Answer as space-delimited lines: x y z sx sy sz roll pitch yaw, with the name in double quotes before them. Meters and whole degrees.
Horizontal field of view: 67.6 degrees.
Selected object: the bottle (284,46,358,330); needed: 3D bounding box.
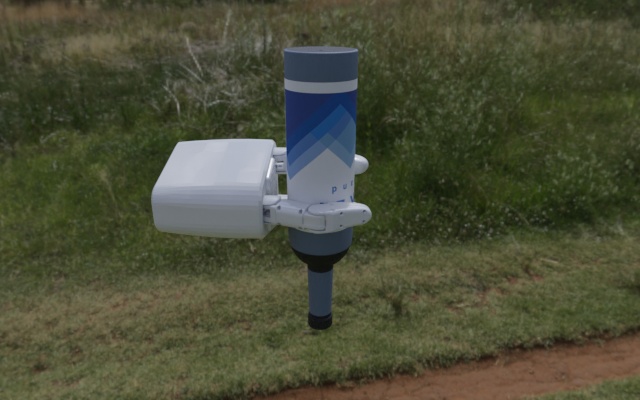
"bottle" 0.000 0.001 0.481 0.069 0.296 0.069 0 22 0
